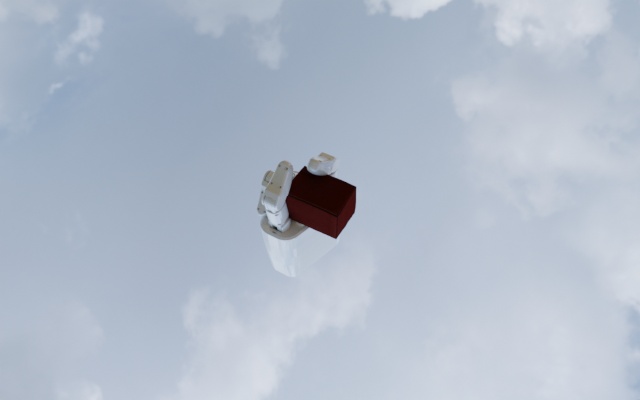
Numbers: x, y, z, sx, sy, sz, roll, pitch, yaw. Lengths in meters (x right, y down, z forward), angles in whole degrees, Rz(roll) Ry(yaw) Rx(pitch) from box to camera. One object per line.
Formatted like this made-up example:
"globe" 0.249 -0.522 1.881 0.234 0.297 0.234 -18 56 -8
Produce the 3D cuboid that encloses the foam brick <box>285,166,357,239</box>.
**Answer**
"foam brick" 0.000 0.002 0.597 0.078 0.053 0.051 24 -35 20
